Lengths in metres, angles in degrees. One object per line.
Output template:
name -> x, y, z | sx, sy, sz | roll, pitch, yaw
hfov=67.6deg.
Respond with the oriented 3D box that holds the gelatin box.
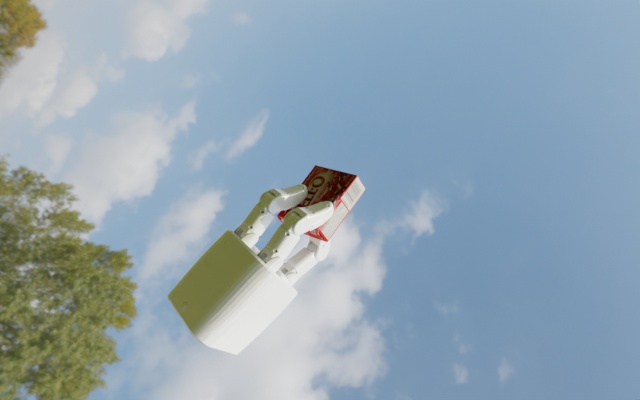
gelatin box -> 0.000, 0.002, 0.588 | 0.073, 0.089, 0.030 | 17, -28, 42
